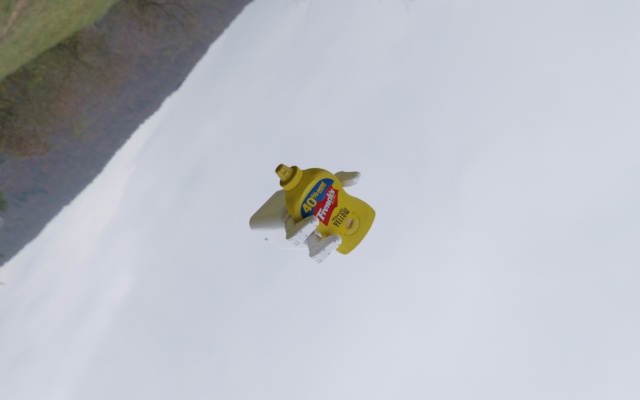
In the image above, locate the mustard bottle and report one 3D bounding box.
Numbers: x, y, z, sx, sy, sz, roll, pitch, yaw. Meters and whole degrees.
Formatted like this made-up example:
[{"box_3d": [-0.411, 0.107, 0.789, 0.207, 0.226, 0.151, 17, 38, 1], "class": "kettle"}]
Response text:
[{"box_3d": [0.000, 0.003, 0.779, 0.192, 0.096, 0.058, 39, -4, -29], "class": "mustard bottle"}]
